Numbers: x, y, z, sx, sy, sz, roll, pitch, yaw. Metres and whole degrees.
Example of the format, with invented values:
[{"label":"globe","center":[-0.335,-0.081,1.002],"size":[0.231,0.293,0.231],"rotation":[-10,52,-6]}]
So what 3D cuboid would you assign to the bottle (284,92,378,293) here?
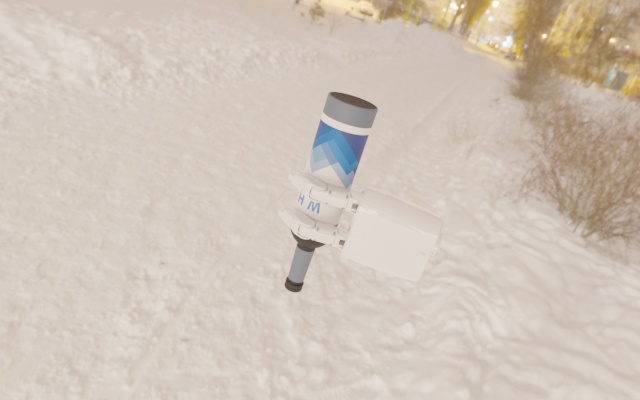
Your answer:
[{"label":"bottle","center":[0.000,0.002,0.662],"size":[0.069,0.296,0.069],"rotation":[15,23,-7]}]
